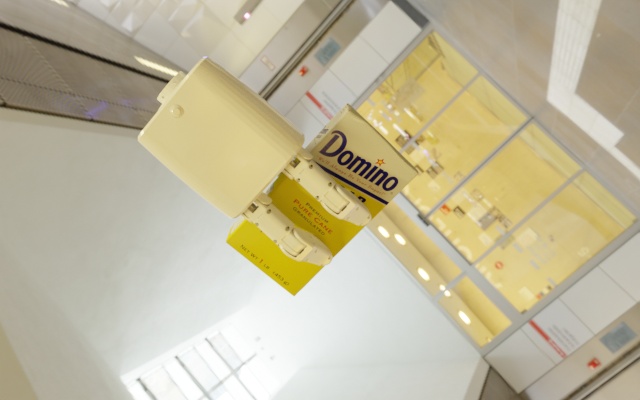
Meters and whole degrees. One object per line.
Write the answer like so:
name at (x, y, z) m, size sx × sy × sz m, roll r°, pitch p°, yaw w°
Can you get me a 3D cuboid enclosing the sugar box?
sugar box at (0.000, 0.002, 0.470) m, size 0.093 × 0.176 × 0.048 m, roll 40°, pitch 14°, yaw -14°
